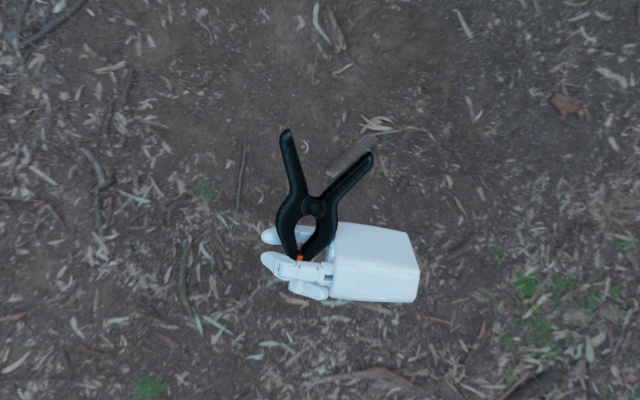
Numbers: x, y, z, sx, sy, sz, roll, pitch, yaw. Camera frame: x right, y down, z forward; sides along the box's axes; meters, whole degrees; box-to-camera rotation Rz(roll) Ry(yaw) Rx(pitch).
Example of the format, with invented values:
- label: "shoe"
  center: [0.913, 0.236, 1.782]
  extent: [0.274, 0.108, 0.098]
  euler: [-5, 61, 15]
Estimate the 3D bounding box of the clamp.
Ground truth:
- label: "clamp"
  center: [0.000, 0.002, 0.596]
  extent: [0.120, 0.171, 0.039]
  euler: [7, 12, -6]
